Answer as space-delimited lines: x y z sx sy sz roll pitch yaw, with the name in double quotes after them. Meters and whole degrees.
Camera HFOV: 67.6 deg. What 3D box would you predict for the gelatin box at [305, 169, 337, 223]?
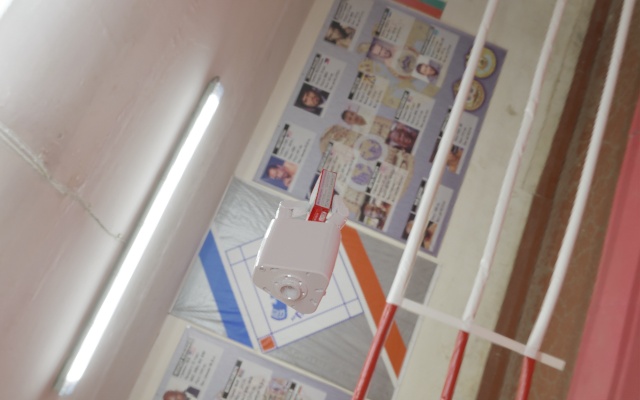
0.000 0.002 0.819 0.030 0.089 0.073 17 -41 -7 "gelatin box"
